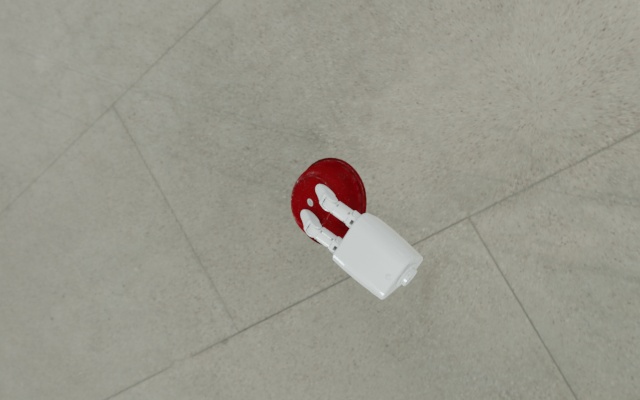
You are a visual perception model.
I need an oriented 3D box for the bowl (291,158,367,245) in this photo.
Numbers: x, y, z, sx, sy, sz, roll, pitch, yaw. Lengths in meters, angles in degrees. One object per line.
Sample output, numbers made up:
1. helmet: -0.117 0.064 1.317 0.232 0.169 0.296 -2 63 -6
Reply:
1. bowl: -0.001 0.002 0.847 0.162 0.162 0.055 0 0 38
